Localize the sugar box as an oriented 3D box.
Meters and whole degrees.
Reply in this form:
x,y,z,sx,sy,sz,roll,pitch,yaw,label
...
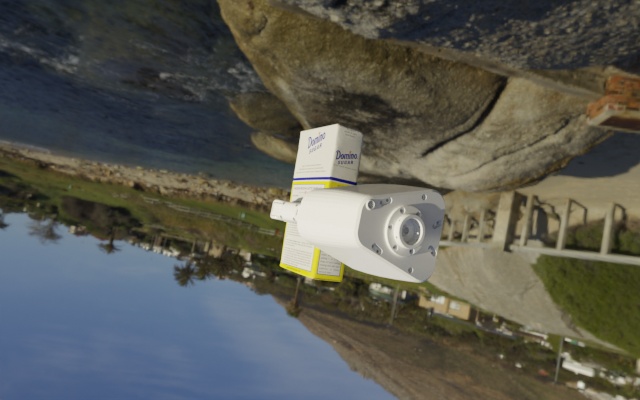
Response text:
x,y,z,sx,sy,sz,roll,pitch,yaw,label
0.001,0.002,0.575,0.048,0.176,0.093,14,-5,-30,sugar box
